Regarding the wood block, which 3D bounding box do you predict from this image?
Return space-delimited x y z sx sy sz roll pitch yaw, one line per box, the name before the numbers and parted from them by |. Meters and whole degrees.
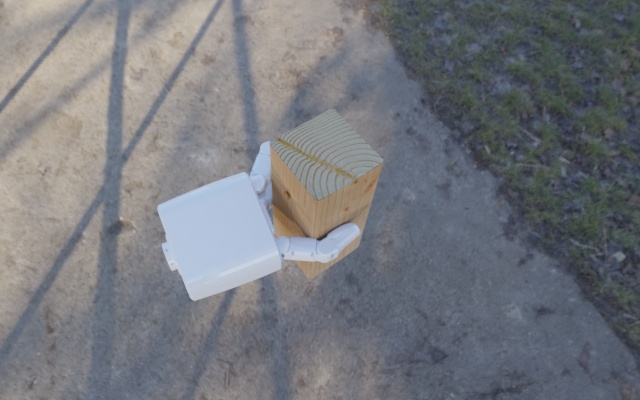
wood block | 0.000 0.002 0.586 0.090 0.090 0.206 -31 -24 -20
